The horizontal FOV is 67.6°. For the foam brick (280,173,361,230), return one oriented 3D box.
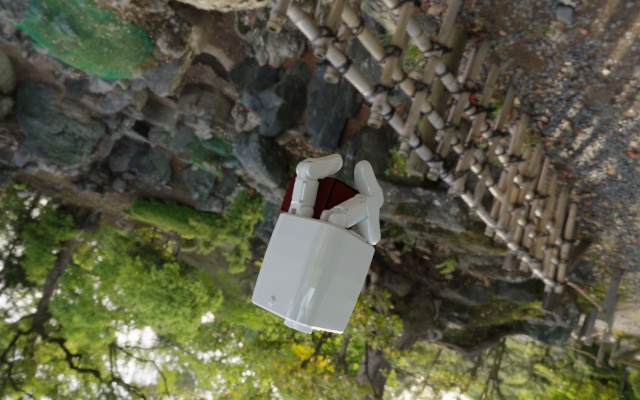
[{"bbox_3d":[0.000,0.002,0.576,0.053,0.051,0.078,27,-11,-41],"label":"foam brick"}]
